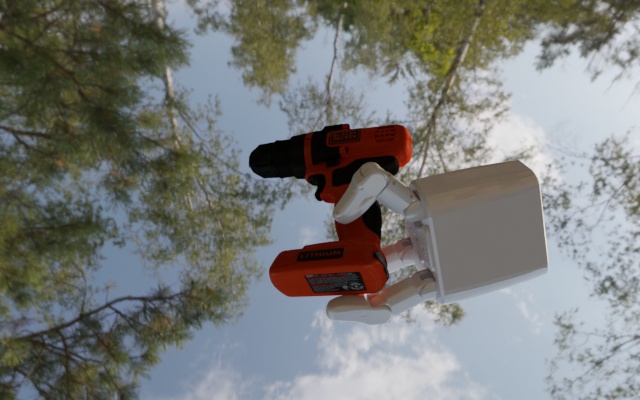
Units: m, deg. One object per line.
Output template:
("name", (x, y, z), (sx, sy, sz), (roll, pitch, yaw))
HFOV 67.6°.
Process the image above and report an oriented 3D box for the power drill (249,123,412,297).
("power drill", (0.000, 0.002, 0.484), (0.184, 0.187, 0.057), (-6, -37, 18))
